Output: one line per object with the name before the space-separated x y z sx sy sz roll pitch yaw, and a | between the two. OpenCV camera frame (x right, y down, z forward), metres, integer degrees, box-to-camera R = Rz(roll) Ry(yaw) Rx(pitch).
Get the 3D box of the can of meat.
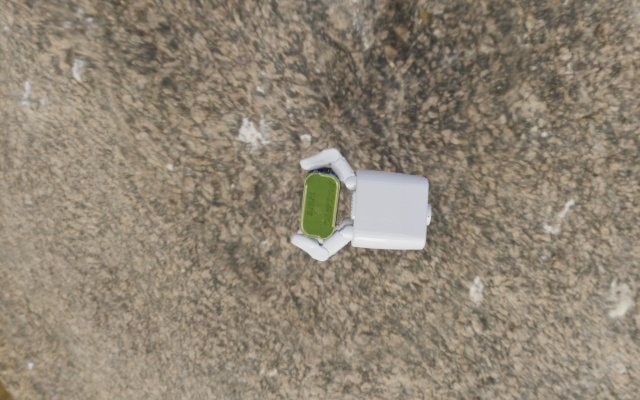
can of meat | 0.000 0.002 0.721 0.057 0.102 0.084 6 9 1
